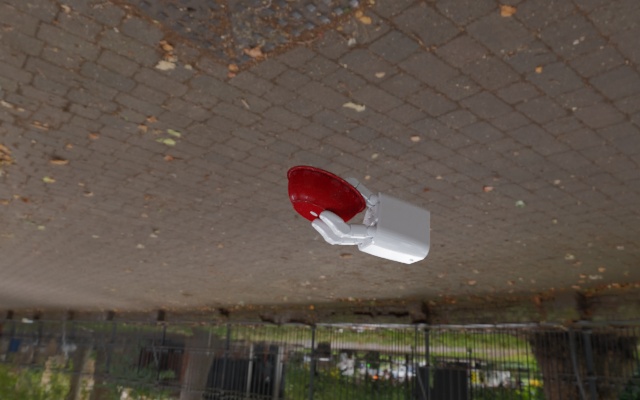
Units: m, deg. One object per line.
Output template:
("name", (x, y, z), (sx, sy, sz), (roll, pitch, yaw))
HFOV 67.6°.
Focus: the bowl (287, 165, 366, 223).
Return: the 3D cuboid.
("bowl", (-0.001, 0.003, 0.888), (0.162, 0.055, 0.162), (22, -22, 9))
